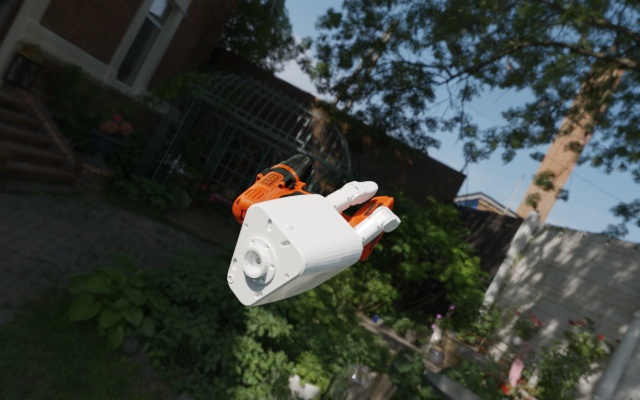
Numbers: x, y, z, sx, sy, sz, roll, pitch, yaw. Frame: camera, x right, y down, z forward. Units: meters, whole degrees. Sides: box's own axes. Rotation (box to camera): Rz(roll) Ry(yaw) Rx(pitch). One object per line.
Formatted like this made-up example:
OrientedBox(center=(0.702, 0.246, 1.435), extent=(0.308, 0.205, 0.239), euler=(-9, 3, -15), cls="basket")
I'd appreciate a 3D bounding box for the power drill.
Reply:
OrientedBox(center=(0.000, 0.002, 0.658), extent=(0.187, 0.057, 0.184), euler=(18, 35, 18), cls="power drill")
